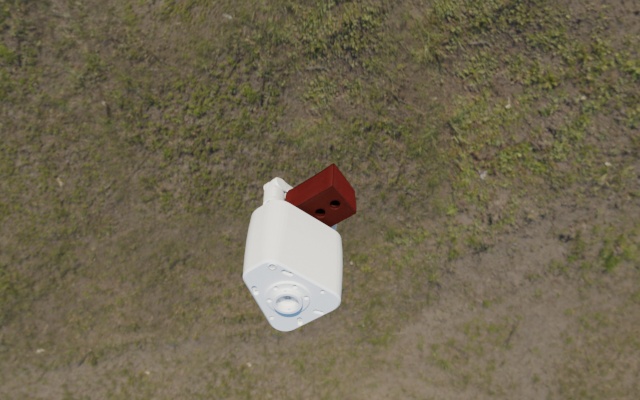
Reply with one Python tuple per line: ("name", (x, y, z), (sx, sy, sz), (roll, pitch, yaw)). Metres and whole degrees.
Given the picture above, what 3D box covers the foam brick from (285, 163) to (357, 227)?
("foam brick", (0.000, 0.002, 0.605), (0.078, 0.053, 0.051), (-31, 29, 20))
